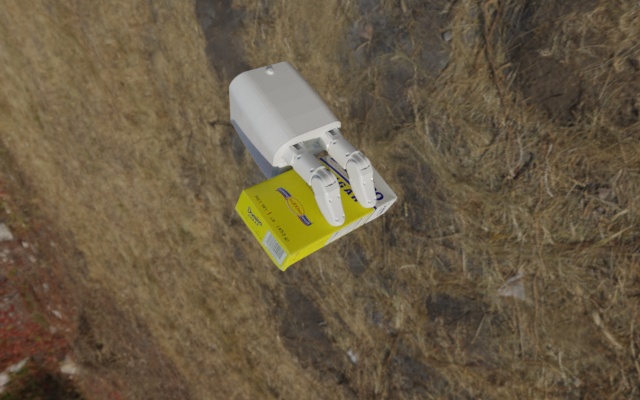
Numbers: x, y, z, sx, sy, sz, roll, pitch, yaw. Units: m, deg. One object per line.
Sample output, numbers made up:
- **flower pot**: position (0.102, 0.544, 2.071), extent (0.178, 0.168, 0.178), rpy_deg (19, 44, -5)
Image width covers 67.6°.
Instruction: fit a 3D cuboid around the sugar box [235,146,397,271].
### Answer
- **sugar box**: position (0.000, 0.001, 0.561), extent (0.176, 0.093, 0.048), rpy_deg (-28, -18, -34)
